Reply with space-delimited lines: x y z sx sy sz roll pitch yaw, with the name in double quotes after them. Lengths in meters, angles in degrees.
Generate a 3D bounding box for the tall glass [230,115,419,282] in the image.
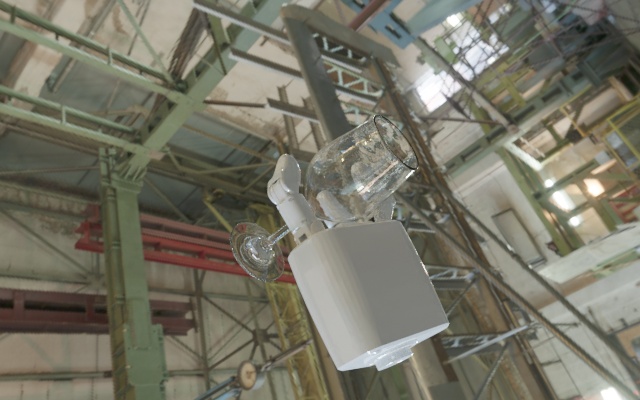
-0.001 0.002 0.476 0.201 0.079 0.079 -39 -21 28 "tall glass"
